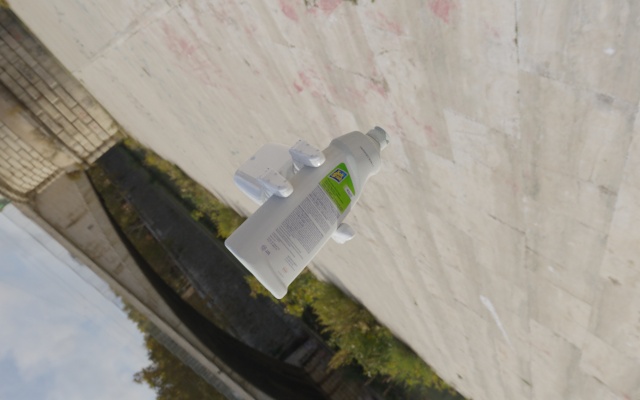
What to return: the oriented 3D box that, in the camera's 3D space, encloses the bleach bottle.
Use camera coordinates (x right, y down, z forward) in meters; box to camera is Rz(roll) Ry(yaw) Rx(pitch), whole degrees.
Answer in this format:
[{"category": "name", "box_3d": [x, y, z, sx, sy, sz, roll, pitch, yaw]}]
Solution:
[{"category": "bleach bottle", "box_3d": [0.000, 0.002, 0.619, 0.068, 0.251, 0.103, 28, -21, 53]}]
